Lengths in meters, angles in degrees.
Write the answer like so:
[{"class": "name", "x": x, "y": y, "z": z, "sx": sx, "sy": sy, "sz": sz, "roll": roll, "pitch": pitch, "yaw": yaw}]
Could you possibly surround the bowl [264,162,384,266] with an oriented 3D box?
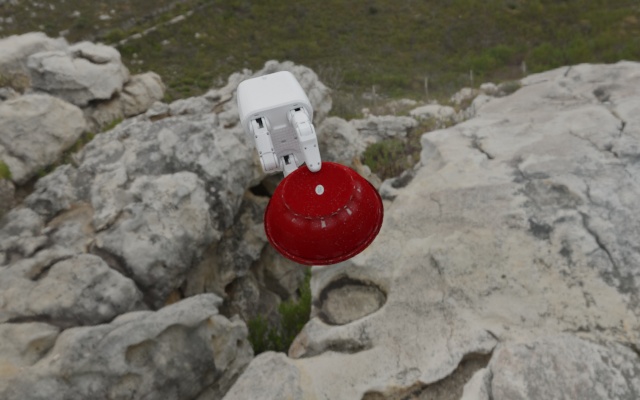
[{"class": "bowl", "x": 0.001, "y": 0.003, "z": 0.616, "sx": 0.162, "sy": 0.162, "sz": 0.055, "roll": 0, "pitch": -38, "yaw": 9}]
